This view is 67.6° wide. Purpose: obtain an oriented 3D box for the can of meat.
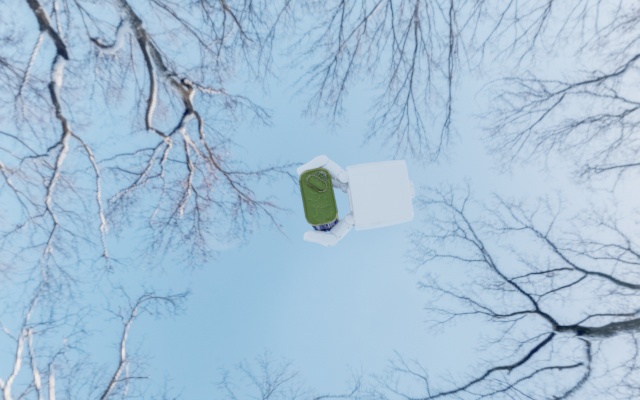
[{"bbox_3d":[0.000,0.003,0.858,0.057,0.102,0.084,-12,-16,3],"label":"can of meat"}]
